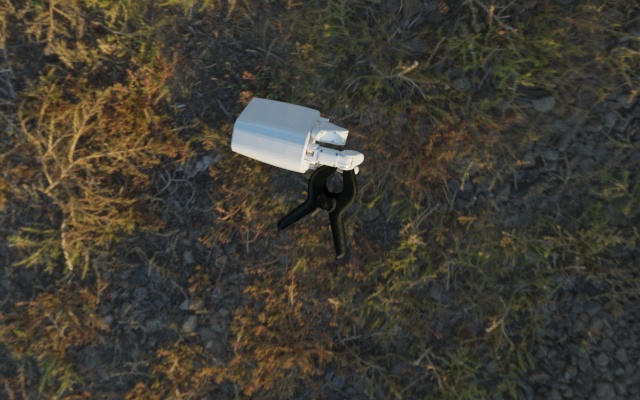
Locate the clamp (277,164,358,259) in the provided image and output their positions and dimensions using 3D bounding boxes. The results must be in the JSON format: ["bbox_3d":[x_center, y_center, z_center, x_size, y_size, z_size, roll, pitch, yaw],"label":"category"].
[{"bbox_3d":[0.000,0.003,0.753,0.120,0.171,0.039,14,19,1],"label":"clamp"}]
